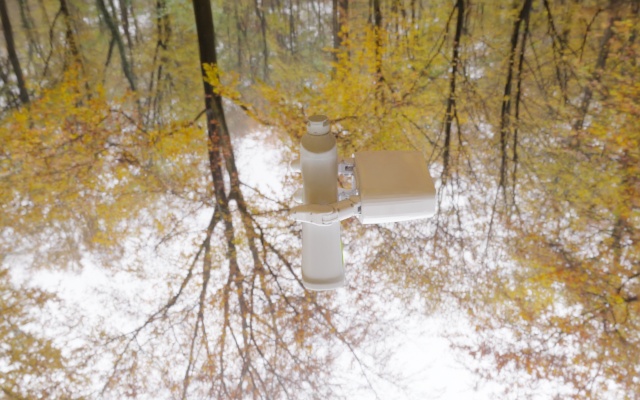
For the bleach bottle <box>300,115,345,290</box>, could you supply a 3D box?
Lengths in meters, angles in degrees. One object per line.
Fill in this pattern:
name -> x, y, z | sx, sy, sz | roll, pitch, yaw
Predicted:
bleach bottle -> 0.000, 0.002, 0.698 | 0.068, 0.251, 0.102 | -3, 29, -1
